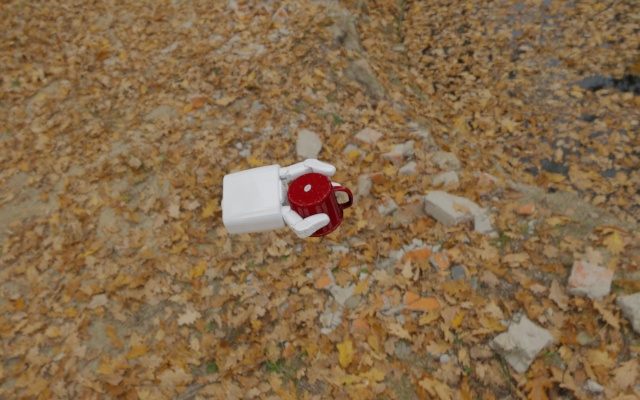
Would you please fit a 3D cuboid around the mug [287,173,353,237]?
[{"bbox_3d":[0.002,0.002,0.849,0.117,0.093,0.082,-10,-43,8],"label":"mug"}]
